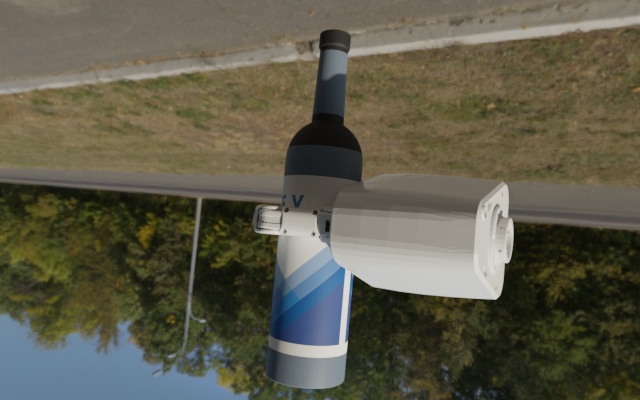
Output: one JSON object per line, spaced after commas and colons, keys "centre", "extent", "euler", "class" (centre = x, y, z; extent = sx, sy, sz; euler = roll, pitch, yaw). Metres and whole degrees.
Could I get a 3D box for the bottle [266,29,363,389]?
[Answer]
{"centre": [0.000, 0.002, 0.410], "extent": [0.069, 0.295, 0.069], "euler": [5, -3, 0], "class": "bottle"}
